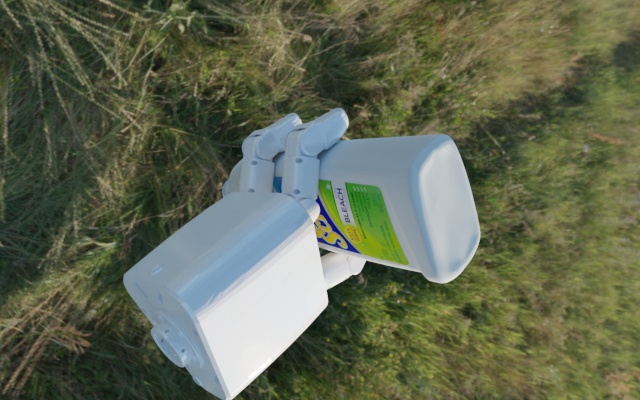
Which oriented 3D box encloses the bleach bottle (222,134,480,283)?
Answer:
[{"bbox_3d":[0.000,0.001,0.409,0.251,0.103,0.068,2,32,46],"label":"bleach bottle"}]
